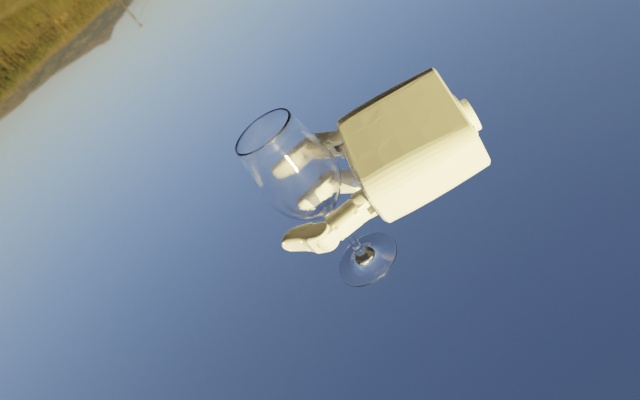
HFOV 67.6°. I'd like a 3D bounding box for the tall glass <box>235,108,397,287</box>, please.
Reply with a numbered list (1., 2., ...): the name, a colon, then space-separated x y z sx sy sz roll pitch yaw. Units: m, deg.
1. tall glass: 0.000 0.002 0.485 0.079 0.079 0.201 0 -40 45
